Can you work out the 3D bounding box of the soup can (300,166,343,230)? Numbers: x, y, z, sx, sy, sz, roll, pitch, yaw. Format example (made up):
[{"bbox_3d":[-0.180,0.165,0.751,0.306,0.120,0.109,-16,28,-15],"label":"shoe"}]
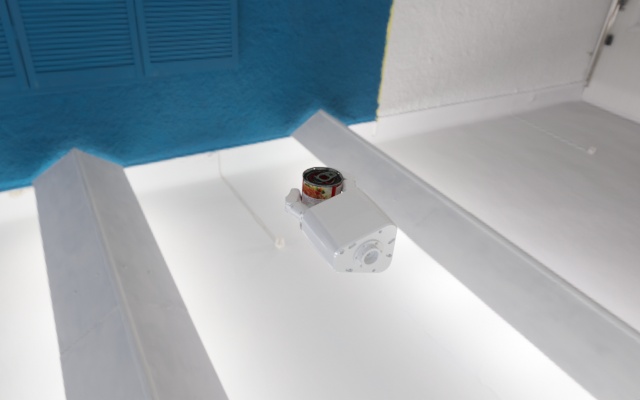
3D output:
[{"bbox_3d":[0.000,0.003,0.808,0.068,0.102,0.068,4,31,-2],"label":"soup can"}]
